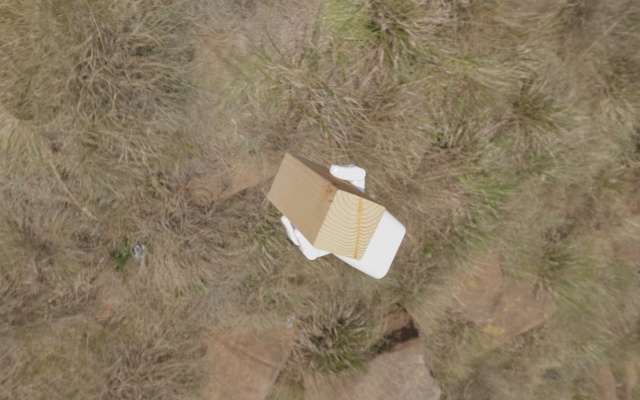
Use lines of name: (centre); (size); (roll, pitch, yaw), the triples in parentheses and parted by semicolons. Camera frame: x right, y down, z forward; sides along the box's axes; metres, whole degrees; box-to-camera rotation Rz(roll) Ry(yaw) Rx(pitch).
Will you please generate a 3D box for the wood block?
wood block: (0.001, 0.002, 0.758); (0.090, 0.091, 0.206); (19, 10, -30)
